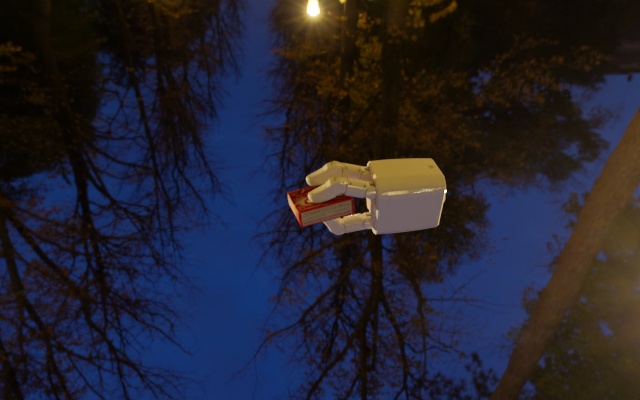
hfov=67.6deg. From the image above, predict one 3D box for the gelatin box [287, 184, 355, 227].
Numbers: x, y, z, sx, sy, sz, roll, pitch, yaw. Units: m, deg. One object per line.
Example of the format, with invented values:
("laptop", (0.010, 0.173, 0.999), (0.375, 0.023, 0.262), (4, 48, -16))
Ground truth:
("gelatin box", (0.000, 0.003, 0.748), (0.089, 0.030, 0.073), (-15, 31, -11))
